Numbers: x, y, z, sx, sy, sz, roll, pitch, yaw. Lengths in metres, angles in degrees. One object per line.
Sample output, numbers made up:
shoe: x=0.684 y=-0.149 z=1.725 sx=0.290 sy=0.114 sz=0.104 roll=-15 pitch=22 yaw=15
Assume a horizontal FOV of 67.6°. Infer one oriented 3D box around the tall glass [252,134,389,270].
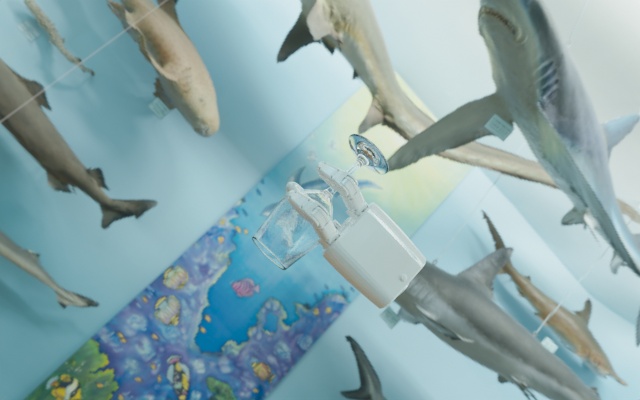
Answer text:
tall glass: x=0.000 y=0.002 z=0.647 sx=0.201 sy=0.079 sz=0.079 roll=-45 pitch=15 yaw=-16
